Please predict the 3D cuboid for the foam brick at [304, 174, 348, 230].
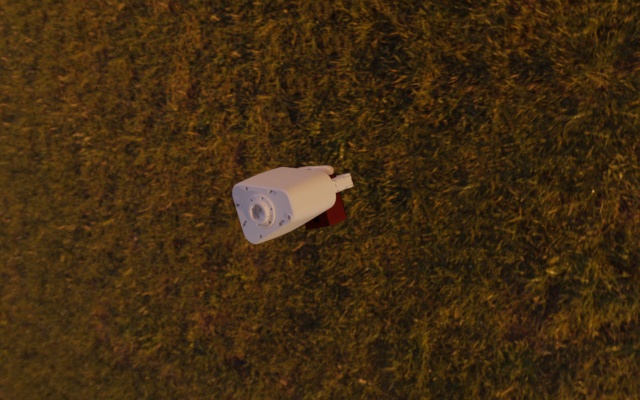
[{"bbox_3d":[0.000,0.003,0.770,0.053,0.078,0.051,-12,8,38],"label":"foam brick"}]
